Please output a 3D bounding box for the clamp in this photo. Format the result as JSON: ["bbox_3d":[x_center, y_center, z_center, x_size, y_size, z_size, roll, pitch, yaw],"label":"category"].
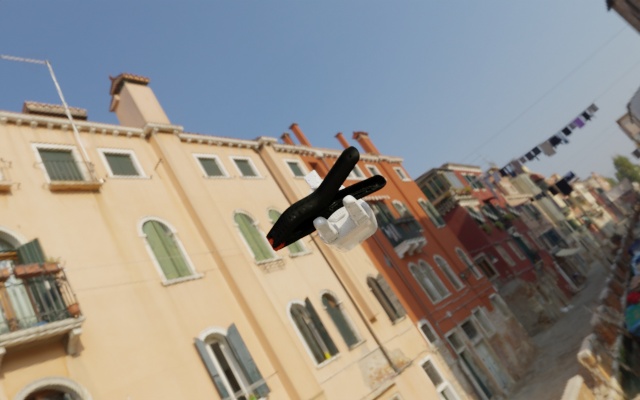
[{"bbox_3d":[-0.001,0.002,0.726,0.210,0.036,0.165,-35,-24,4],"label":"clamp"}]
